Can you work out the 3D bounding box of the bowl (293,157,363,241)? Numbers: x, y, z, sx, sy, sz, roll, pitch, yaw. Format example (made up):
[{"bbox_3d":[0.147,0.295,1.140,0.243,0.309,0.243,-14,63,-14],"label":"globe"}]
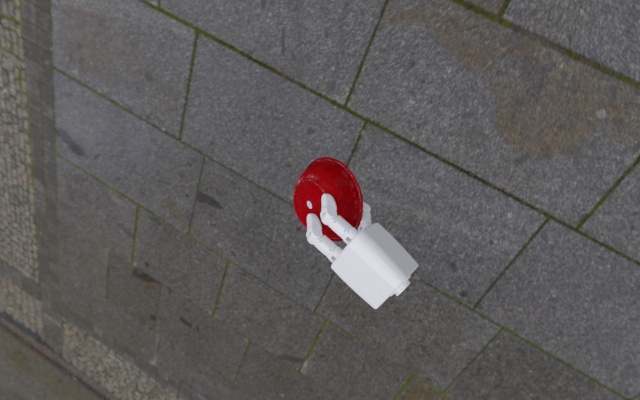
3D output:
[{"bbox_3d":[-0.001,0.002,0.882,0.162,0.162,0.055,0,11,45],"label":"bowl"}]
